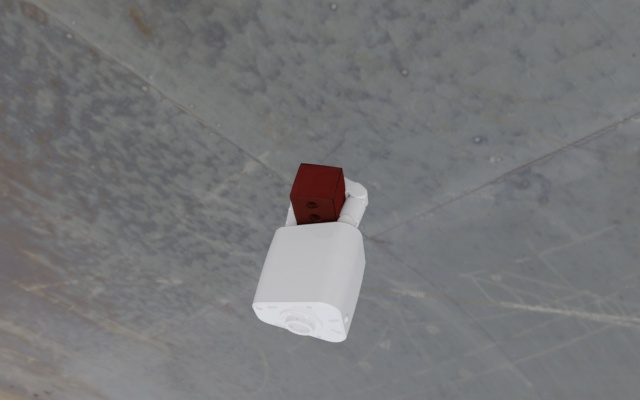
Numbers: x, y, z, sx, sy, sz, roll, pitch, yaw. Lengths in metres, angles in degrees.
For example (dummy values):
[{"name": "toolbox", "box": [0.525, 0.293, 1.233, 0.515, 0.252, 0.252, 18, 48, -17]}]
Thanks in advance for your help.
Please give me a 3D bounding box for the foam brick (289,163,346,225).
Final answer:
[{"name": "foam brick", "box": [0.000, 0.002, 0.572, 0.053, 0.051, 0.078, 6, -39, 15]}]
